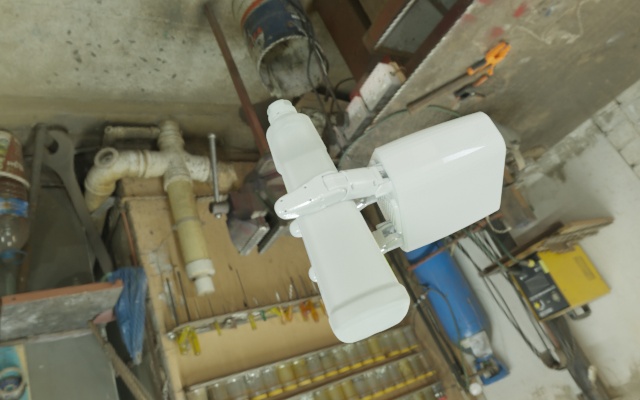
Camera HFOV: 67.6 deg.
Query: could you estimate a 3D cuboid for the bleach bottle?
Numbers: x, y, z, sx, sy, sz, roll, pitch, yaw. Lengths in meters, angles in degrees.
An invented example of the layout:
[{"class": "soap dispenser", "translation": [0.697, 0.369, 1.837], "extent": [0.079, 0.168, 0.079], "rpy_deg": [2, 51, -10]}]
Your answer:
[{"class": "bleach bottle", "translation": [0.000, 0.002, 0.454], "extent": [0.068, 0.250, 0.103], "rpy_deg": [-22, -25, -3]}]
